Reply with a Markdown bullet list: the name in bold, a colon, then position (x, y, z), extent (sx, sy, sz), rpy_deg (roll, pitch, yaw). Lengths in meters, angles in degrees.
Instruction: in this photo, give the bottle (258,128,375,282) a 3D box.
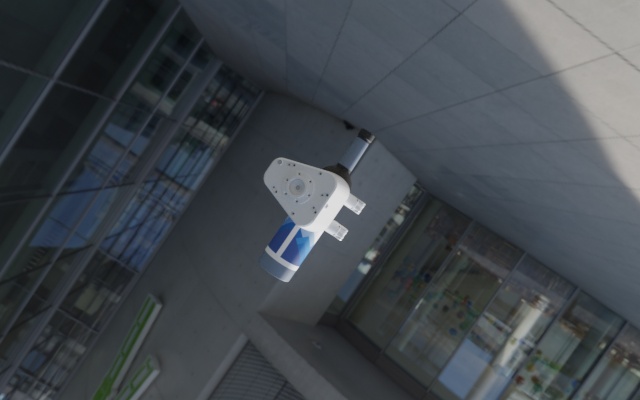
- **bottle**: position (0.000, 0.003, 0.835), extent (0.069, 0.296, 0.069), rpy_deg (34, 2, -1)
